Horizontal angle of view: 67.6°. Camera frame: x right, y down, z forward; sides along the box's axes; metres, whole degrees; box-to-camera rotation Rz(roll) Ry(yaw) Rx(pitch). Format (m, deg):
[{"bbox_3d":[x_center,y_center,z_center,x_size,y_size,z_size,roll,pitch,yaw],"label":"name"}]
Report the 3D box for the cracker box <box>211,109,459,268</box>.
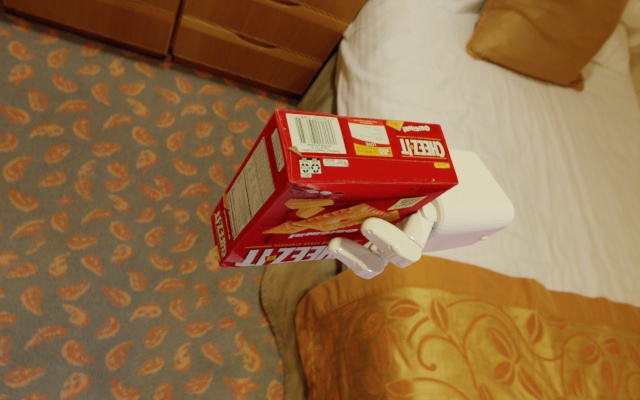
[{"bbox_3d":[0.000,0.001,0.471,0.164,0.072,0.214,0,-24,-27],"label":"cracker box"}]
